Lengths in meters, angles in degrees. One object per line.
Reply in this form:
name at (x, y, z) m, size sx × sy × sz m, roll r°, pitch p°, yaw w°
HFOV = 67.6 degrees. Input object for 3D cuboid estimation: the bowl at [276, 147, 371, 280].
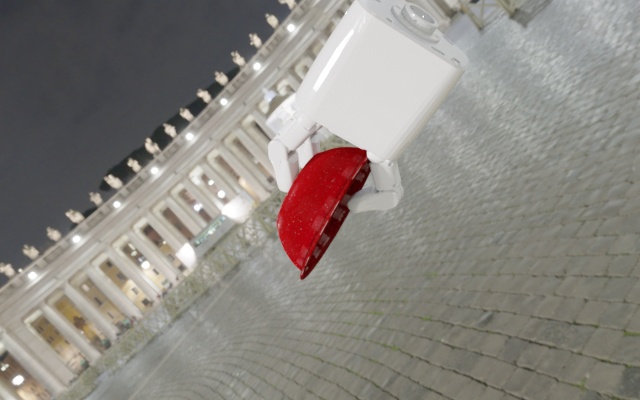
bowl at (-0.001, 0.003, 0.511) m, size 0.055 × 0.162 × 0.162 m, roll 29°, pitch 4°, yaw 8°
